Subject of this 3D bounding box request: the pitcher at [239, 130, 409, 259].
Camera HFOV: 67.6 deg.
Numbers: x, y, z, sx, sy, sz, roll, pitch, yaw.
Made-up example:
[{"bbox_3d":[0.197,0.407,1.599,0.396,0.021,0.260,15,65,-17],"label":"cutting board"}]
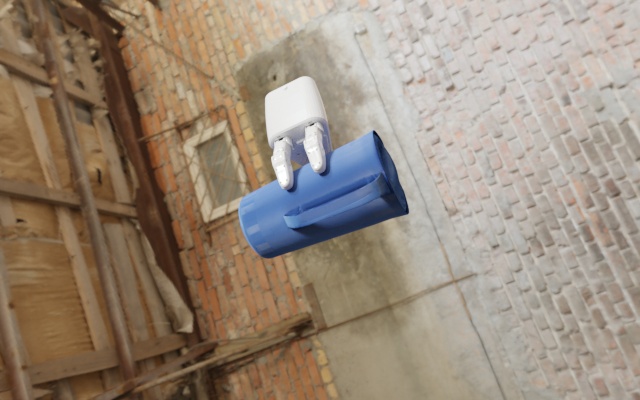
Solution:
[{"bbox_3d":[0.000,0.002,0.717,0.243,0.145,0.149,-23,-35,15],"label":"pitcher"}]
